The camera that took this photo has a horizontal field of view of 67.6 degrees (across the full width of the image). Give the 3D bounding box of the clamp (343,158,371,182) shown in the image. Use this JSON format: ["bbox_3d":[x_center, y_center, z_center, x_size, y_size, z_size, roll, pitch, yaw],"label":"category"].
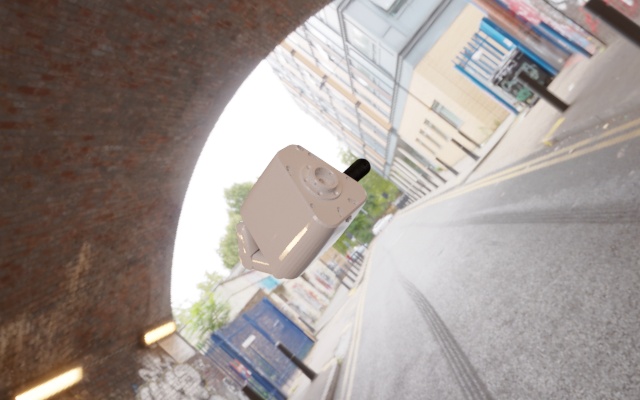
[{"bbox_3d":[0.000,0.002,0.653,0.171,0.039,0.120,-43,-5,-47],"label":"clamp"}]
